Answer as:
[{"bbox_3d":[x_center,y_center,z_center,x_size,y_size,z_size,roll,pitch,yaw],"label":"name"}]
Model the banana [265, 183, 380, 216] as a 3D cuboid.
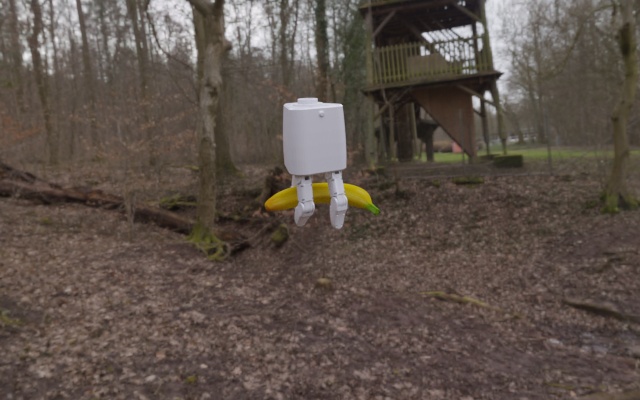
[{"bbox_3d":[0.002,-0.006,0.836,0.198,0.037,0.069,1,27,-4],"label":"banana"}]
